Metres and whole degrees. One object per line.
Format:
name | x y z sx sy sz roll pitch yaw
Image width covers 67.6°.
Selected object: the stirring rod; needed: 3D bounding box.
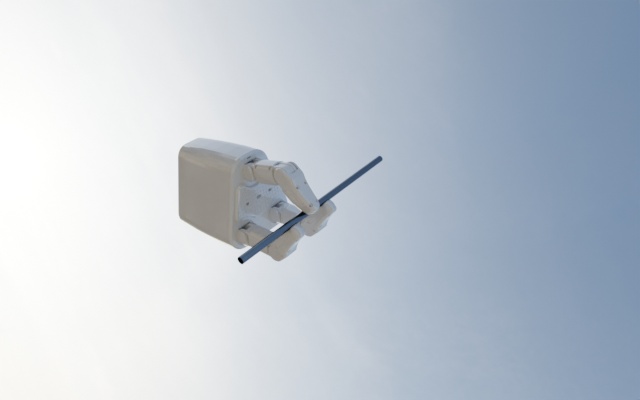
stirring rod | 0.000 0.002 0.520 0.011 0.011 0.239 0 27 44
